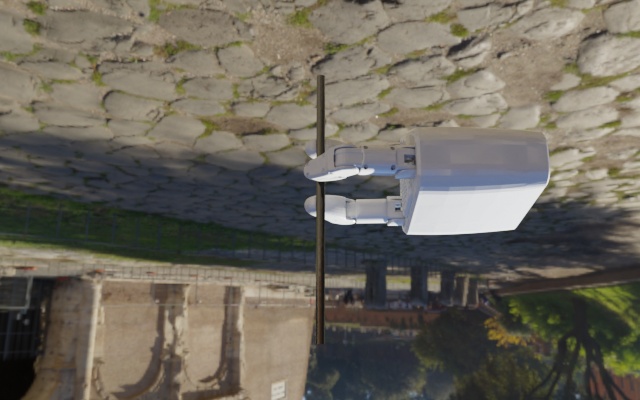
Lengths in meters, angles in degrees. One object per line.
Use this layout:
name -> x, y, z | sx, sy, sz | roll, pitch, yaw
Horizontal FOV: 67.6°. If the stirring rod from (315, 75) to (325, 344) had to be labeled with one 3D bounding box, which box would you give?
stirring rod -> 0.000, 0.001, 0.422 | 0.011, 0.239, 0.011 | 0, -12, 0
